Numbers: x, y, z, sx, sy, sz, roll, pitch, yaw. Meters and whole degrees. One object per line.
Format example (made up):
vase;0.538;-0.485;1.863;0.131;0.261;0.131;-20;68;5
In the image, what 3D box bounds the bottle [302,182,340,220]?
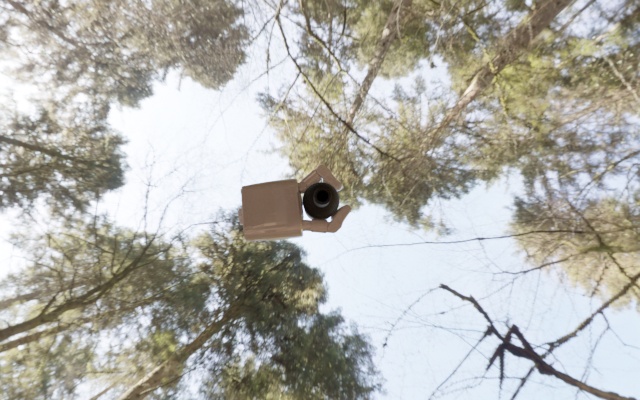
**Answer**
bottle;0.000;0.003;0.888;0.069;0.069;0.296;0;-4;-1
